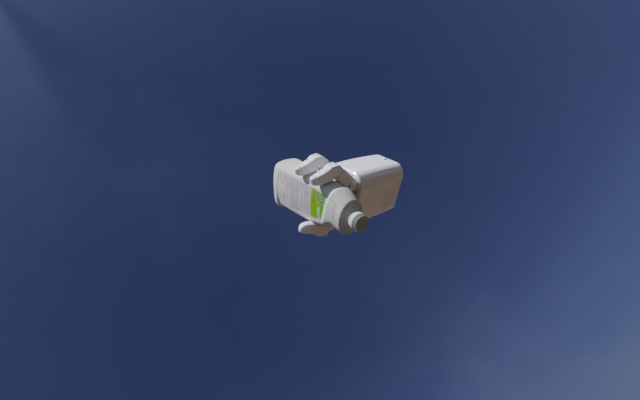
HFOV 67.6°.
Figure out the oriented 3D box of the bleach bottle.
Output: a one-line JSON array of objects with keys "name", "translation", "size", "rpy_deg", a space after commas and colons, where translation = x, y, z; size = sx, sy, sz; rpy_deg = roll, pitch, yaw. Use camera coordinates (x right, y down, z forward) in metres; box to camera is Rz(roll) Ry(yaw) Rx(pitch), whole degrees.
[{"name": "bleach bottle", "translation": [0.000, 0.003, 0.868], "size": [0.068, 0.103, 0.250], "rpy_deg": [-16, 28, -29]}]
